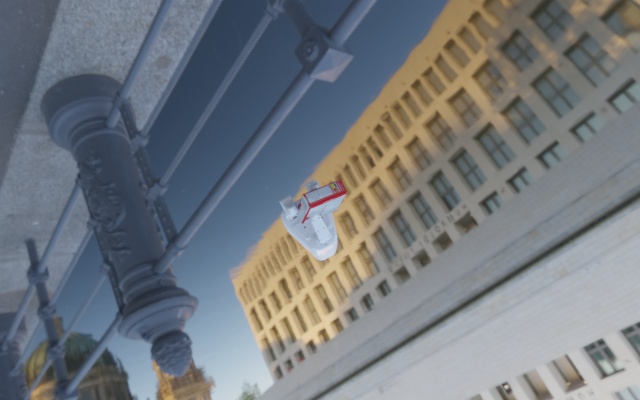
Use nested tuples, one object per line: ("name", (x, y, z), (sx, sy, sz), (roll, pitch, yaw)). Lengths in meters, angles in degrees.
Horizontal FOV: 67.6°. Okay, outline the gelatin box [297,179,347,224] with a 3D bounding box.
("gelatin box", (0.000, 0.003, 0.830), (0.073, 0.030, 0.089), (-22, -15, -18))
